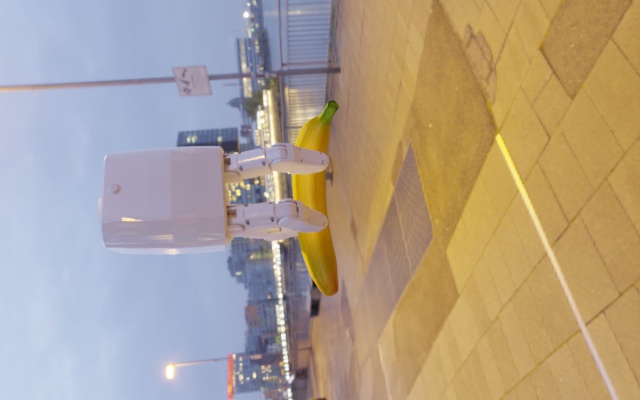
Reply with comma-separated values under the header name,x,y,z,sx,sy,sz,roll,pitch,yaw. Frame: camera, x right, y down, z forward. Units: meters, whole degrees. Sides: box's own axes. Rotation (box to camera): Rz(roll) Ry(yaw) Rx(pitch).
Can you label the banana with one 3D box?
name,x,y,z,sx,sy,sz,roll,pitch,yaw
banana,-0.006,-0.001,0.505,0.037,0.198,0.069,-1,-2,-19
